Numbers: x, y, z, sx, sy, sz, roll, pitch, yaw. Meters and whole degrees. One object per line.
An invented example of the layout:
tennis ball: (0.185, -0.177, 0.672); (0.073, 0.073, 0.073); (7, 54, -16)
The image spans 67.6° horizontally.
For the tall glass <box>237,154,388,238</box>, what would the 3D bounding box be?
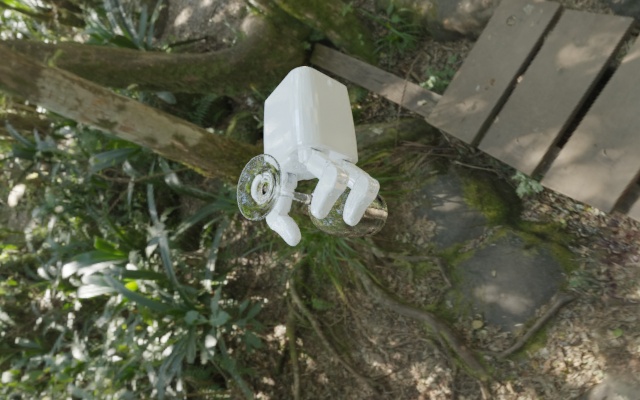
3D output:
tall glass: (0.000, 0.002, 0.587); (0.079, 0.079, 0.201); (0, -10, 43)
